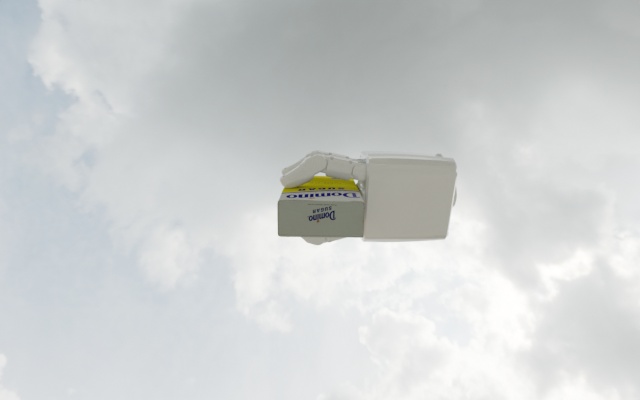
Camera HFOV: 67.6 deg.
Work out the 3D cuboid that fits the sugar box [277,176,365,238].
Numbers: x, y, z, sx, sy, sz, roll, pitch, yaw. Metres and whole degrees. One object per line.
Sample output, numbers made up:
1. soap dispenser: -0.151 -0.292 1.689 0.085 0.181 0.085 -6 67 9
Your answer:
1. sugar box: 0.000 0.001 0.578 0.093 0.048 0.176 1 9 -1
